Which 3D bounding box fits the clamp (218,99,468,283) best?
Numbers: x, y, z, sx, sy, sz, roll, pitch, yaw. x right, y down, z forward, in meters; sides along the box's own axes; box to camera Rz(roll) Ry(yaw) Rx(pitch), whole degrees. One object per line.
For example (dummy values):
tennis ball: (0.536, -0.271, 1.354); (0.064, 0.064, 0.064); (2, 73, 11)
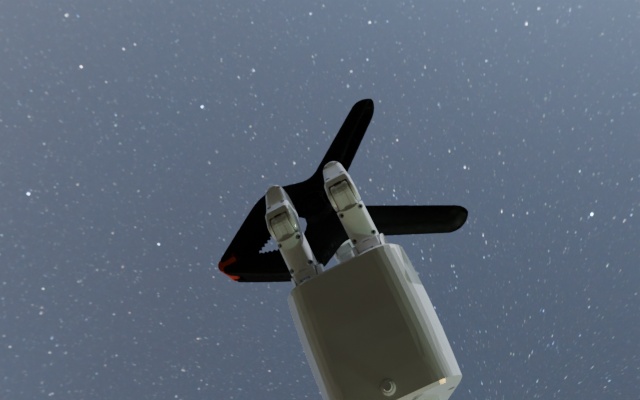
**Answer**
clamp: (0.000, 0.002, 0.432); (0.210, 0.164, 0.036); (-27, -36, 5)
